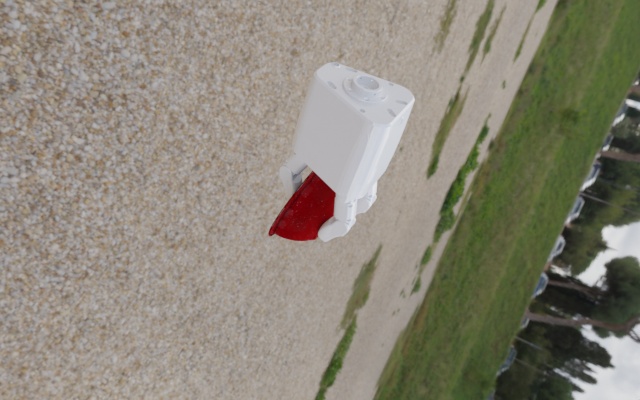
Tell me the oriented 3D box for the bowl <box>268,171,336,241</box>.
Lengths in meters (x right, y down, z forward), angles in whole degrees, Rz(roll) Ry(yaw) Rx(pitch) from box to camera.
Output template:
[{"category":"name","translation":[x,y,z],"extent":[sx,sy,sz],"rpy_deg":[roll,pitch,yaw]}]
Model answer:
[{"category":"bowl","translation":[0.000,0.003,0.657],"extent":[0.055,0.162,0.162],"rpy_deg":[39,3,4]}]
